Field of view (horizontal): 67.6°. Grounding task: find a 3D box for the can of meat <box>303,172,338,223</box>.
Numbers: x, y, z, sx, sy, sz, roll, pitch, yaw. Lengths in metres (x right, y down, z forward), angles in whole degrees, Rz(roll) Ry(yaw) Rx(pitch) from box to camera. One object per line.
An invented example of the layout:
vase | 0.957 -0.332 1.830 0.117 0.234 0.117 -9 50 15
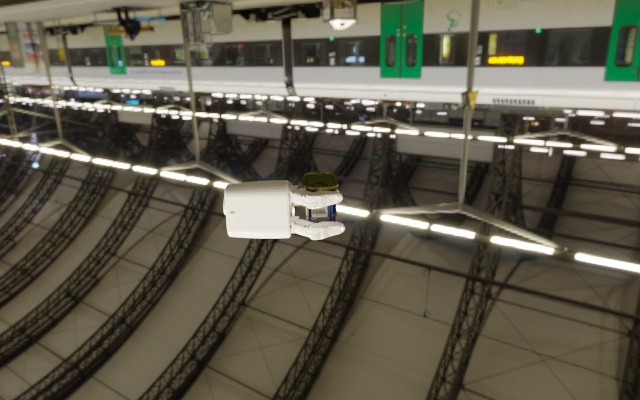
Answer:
can of meat | 0.000 0.003 0.836 0.057 0.084 0.102 -2 18 -3
